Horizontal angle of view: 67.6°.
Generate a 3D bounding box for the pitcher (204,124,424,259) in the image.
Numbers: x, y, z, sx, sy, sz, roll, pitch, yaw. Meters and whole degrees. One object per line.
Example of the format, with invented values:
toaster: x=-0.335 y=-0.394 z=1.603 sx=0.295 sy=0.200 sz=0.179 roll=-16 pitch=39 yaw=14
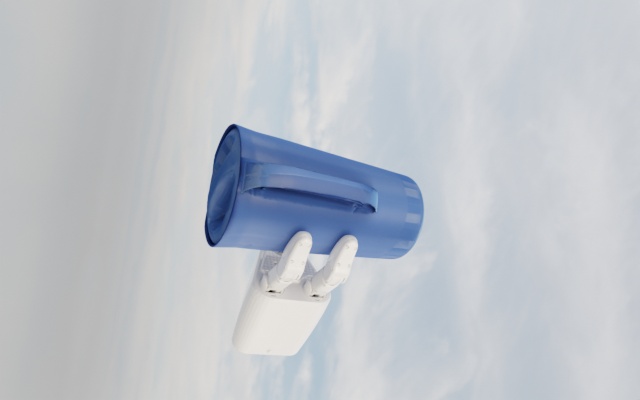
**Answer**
pitcher: x=0.000 y=0.002 z=0.546 sx=0.243 sy=0.145 sz=0.149 roll=10 pitch=33 yaw=-25
